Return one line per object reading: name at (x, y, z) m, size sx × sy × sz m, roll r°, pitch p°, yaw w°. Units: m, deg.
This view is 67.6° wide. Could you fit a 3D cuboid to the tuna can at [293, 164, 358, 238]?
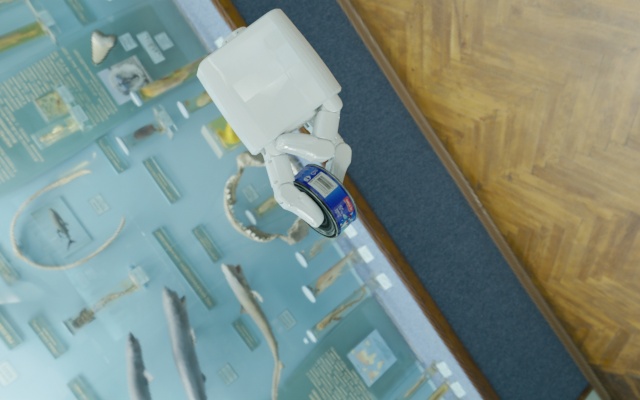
tuna can at (0.000, 0.002, 0.545) m, size 0.033 × 0.086 × 0.086 m, roll -42°, pitch 19°, yaw -22°
